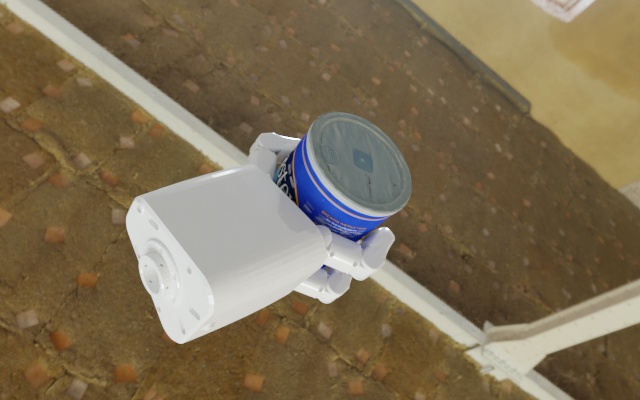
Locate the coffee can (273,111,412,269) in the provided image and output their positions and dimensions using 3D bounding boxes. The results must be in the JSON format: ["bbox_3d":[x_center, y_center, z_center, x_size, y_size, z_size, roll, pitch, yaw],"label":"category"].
[{"bbox_3d":[0.000,0.001,0.443,0.103,0.102,0.140,0,-31,-37],"label":"coffee can"}]
